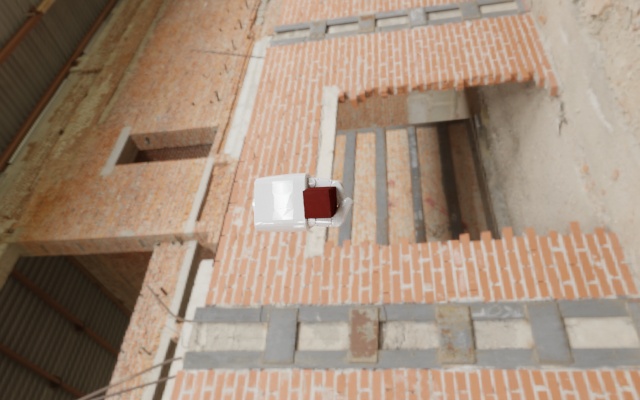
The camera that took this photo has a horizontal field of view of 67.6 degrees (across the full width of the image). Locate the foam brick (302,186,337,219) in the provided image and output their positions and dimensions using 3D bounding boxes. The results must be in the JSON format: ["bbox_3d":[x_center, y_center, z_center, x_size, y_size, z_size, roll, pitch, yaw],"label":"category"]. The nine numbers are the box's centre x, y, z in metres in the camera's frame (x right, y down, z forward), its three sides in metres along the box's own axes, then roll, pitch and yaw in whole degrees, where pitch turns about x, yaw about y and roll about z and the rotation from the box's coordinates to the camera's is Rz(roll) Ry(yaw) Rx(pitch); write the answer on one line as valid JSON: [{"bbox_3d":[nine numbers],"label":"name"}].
[{"bbox_3d":[0.000,0.003,0.886,0.051,0.053,0.078,-2,6,10],"label":"foam brick"}]
